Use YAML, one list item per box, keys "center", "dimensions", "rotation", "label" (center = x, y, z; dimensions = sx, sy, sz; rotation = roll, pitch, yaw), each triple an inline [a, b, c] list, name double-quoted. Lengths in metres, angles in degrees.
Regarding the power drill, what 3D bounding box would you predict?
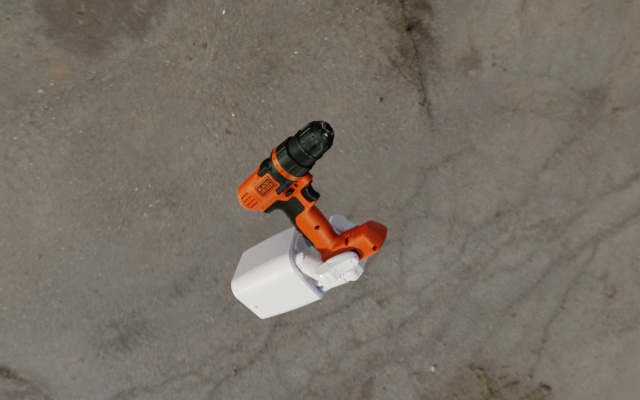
- center: [0.000, 0.003, 0.637]
  dimensions: [0.184, 0.188, 0.057]
  rotation: [-36, 13, 41]
  label: "power drill"
